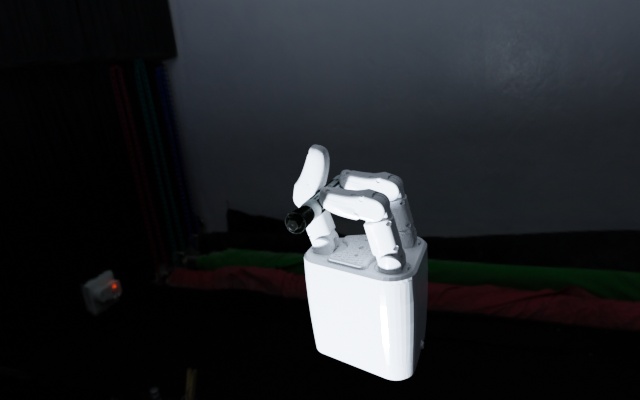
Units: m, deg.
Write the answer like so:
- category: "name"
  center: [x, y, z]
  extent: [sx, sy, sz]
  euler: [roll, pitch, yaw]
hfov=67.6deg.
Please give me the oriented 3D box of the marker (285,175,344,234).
- category: "marker"
  center: [0.000, 0.001, 0.429]
  extent: [0.020, 0.020, 0.121]
  euler: [0, 18, 23]
